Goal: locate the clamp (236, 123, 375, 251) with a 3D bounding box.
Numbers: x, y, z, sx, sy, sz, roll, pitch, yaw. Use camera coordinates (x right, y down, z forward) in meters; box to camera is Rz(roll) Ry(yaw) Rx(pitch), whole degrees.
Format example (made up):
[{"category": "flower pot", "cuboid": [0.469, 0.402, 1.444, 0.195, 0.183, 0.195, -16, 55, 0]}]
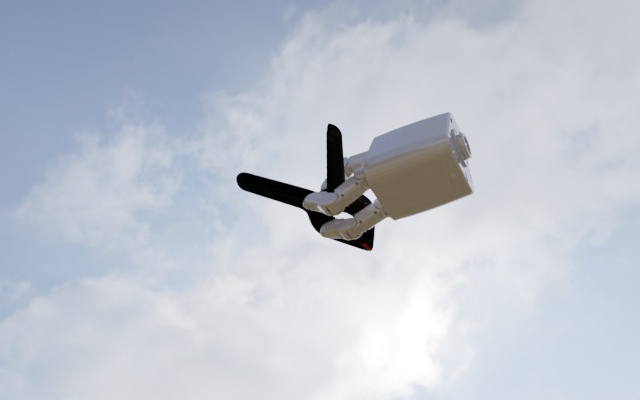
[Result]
[{"category": "clamp", "cuboid": [0.001, 0.002, 0.644, 0.164, 0.036, 0.210, -18, -50, 28]}]
